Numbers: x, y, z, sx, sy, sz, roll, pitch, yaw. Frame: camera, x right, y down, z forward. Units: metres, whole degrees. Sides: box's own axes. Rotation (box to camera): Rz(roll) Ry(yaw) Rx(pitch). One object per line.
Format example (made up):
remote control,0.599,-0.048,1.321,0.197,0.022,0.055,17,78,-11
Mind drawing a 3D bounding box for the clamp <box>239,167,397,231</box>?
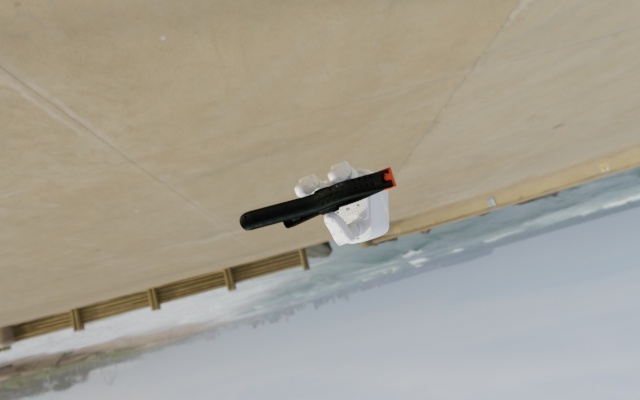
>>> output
clamp,0.001,0.003,0.667,0.210,0.036,0.164,-21,-7,23
